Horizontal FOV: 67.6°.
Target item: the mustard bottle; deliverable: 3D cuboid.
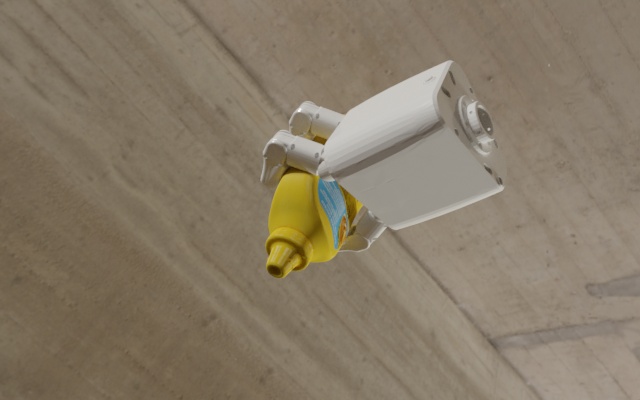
[{"bbox_3d":[0.000,0.001,0.456,0.058,0.096,0.191,2,37,26],"label":"mustard bottle"}]
